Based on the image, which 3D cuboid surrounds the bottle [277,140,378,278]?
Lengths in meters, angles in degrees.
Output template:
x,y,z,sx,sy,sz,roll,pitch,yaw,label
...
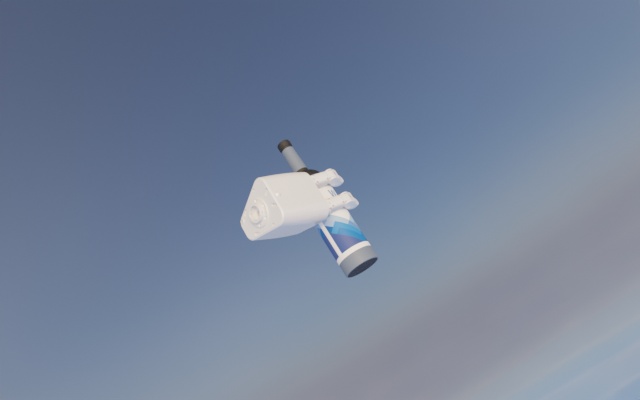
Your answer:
x,y,z,sx,sy,sz,roll,pitch,yaw,label
0.000,0.003,0.892,0.069,0.295,0.069,-28,-22,-12,bottle
